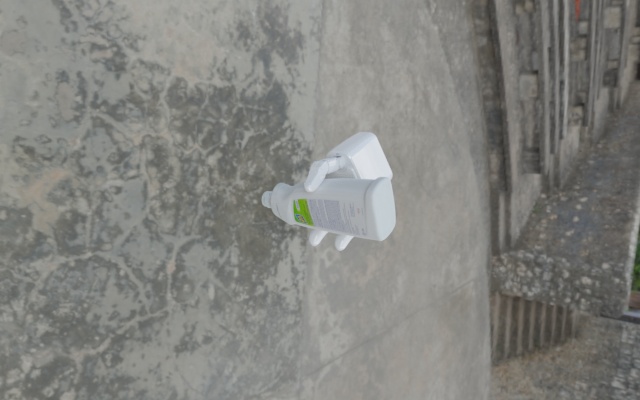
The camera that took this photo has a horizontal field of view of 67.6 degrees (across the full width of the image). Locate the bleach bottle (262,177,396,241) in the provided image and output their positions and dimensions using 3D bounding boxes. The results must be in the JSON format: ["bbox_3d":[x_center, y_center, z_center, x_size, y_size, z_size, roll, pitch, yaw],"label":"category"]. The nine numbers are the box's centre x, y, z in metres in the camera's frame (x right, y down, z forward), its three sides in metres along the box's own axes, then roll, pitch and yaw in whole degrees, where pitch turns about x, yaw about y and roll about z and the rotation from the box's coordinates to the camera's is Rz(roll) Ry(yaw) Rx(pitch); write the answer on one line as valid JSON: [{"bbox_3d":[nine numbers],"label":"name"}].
[{"bbox_3d":[0.000,0.003,0.817,0.251,0.103,0.068,7,32,34],"label":"bleach bottle"}]
